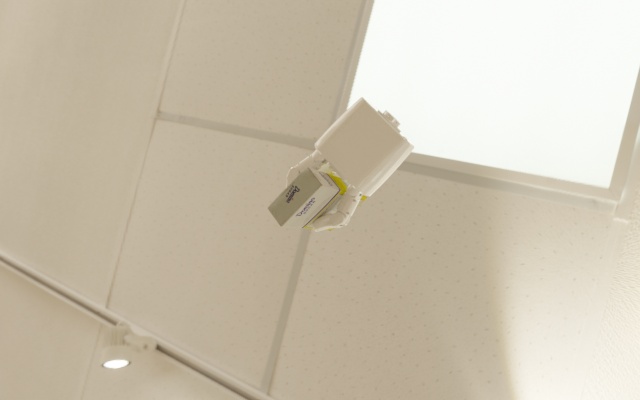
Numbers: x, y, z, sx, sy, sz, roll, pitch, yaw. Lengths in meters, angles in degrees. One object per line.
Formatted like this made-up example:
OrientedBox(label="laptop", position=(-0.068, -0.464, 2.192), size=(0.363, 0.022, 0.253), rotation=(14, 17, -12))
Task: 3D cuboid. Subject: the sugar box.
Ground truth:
OrientedBox(label="sugar box", position=(0.000, 0.002, 0.773), size=(0.093, 0.048, 0.176), rotation=(-45, -25, 15))
